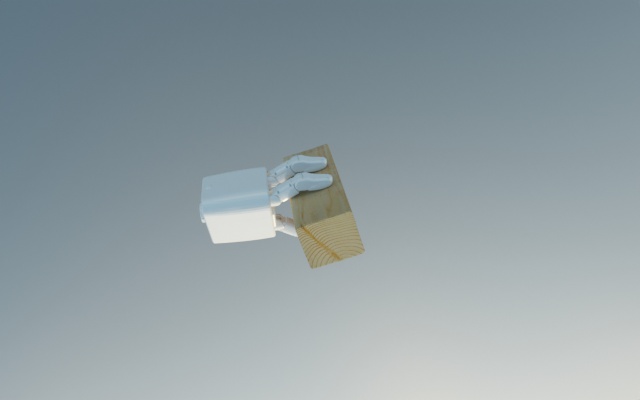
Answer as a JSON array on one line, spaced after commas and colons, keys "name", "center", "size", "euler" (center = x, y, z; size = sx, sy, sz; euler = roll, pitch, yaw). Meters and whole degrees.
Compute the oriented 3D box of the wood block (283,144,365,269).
[{"name": "wood block", "center": [0.000, 0.003, 0.797], "size": [0.090, 0.091, 0.206], "euler": [-18, 36, 2]}]
